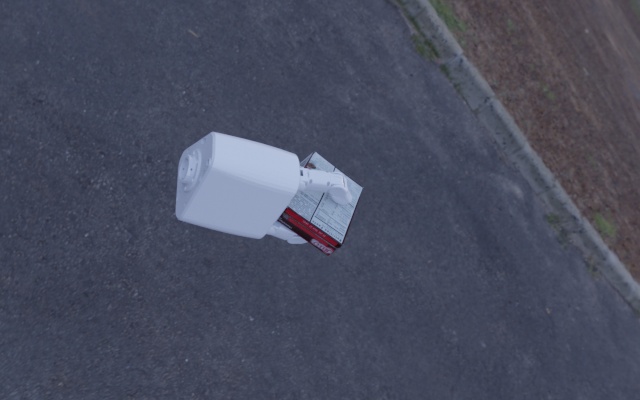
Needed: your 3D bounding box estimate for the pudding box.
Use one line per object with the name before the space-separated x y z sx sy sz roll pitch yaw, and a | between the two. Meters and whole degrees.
pudding box | 0.000 0.002 0.618 0.090 0.113 0.039 37 -42 -13
